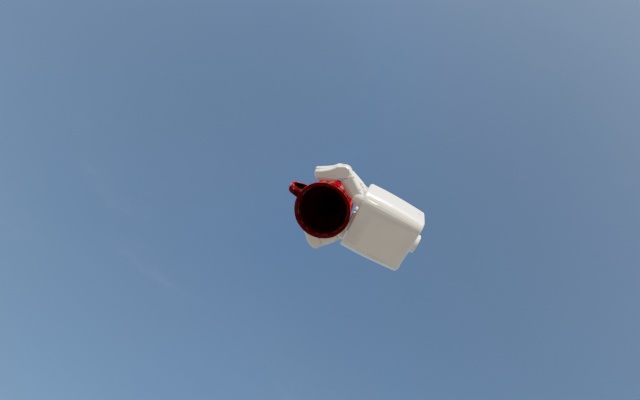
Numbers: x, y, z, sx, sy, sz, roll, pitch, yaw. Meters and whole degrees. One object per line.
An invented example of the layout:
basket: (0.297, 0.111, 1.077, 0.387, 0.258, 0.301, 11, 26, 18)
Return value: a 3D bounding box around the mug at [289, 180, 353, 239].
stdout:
mug: (-0.001, 0.002, 0.803, 0.117, 0.093, 0.081, 28, 16, 5)
